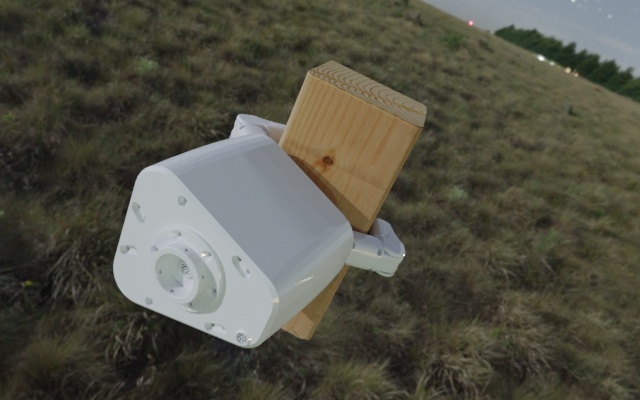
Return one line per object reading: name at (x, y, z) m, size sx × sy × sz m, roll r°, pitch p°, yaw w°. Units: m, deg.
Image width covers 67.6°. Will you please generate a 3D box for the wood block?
wood block at (0.000, 0.001, 0.404) m, size 0.091 × 0.206 × 0.090 m, roll 27°, pitch 25°, yaw 3°
